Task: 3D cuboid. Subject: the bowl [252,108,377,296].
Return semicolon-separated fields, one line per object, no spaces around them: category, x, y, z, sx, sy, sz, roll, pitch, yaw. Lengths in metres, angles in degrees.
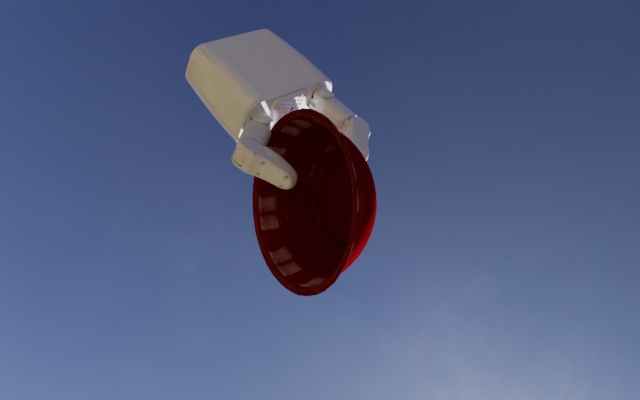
bowl;0.001;0.003;0.429;0.055;0.162;0.162;-1;0;-36
